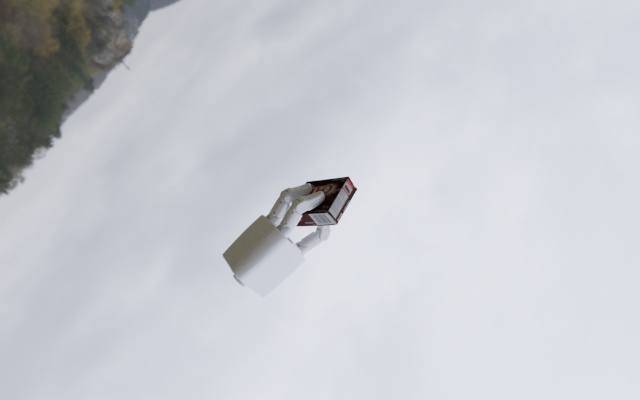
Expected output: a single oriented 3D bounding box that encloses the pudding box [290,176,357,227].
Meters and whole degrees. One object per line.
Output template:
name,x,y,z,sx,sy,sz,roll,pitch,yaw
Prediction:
pudding box,0.000,0.003,0.874,0.113,0.090,0.039,-3,-44,43
